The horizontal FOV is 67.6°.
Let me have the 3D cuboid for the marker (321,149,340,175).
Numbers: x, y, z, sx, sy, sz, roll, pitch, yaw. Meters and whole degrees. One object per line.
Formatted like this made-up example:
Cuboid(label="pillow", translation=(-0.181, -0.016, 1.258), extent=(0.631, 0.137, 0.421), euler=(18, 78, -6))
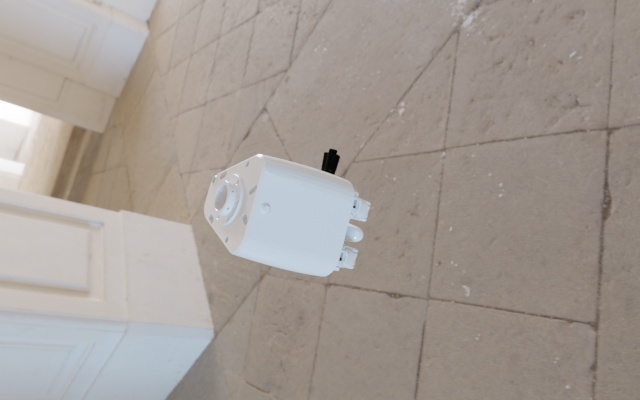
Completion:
Cuboid(label="marker", translation=(0.000, 0.002, 0.527), extent=(0.020, 0.121, 0.020), euler=(14, -4, 1))
